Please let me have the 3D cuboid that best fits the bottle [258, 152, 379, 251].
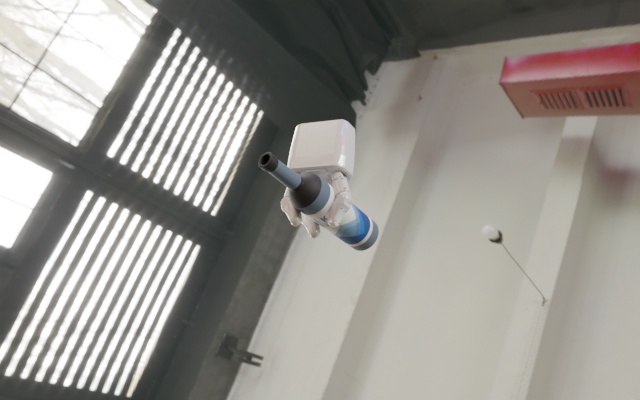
[{"bbox_3d":[0.000,0.003,0.824,0.069,0.069,0.296,0,-26,39],"label":"bottle"}]
